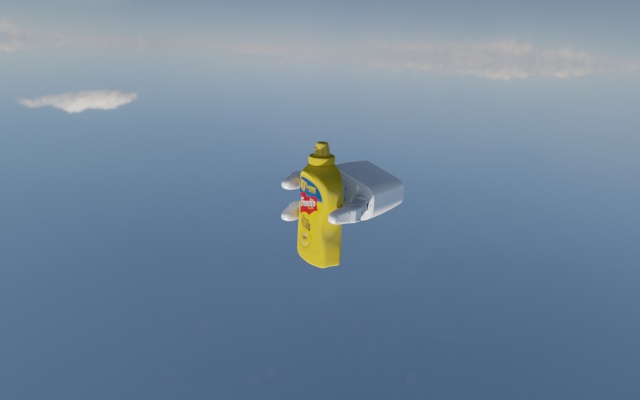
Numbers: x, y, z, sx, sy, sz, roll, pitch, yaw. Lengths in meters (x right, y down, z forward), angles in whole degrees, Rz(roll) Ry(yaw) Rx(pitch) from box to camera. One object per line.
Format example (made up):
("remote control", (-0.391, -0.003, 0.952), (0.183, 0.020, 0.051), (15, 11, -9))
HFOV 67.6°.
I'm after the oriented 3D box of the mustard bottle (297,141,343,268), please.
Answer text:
("mustard bottle", (0.000, 0.003, 0.757), (0.058, 0.192, 0.096), (-6, 19, -25))
